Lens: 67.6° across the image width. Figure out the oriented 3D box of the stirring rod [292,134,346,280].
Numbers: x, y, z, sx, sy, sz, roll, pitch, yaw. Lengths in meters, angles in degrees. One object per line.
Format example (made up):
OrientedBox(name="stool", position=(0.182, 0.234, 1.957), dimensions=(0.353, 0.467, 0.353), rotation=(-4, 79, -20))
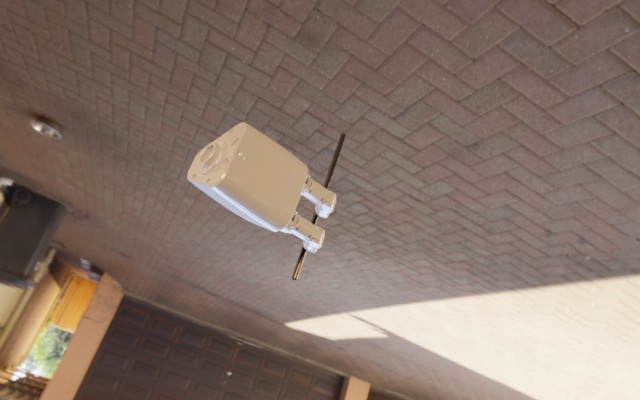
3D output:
OrientedBox(name="stirring rod", position=(0.000, 0.002, 0.695), dimensions=(0.011, 0.239, 0.011), rotation=(16, -24, 7))
